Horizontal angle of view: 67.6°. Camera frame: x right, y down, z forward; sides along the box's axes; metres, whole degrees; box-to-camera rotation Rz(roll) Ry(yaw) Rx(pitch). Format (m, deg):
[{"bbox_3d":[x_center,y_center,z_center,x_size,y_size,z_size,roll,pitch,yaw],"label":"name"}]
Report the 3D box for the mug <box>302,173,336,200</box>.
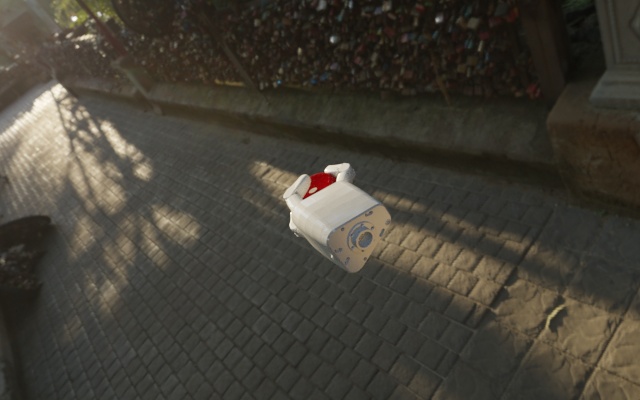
[{"bbox_3d":[-0.001,0.002,0.835,0.117,0.093,0.081,32,-18,53],"label":"mug"}]
